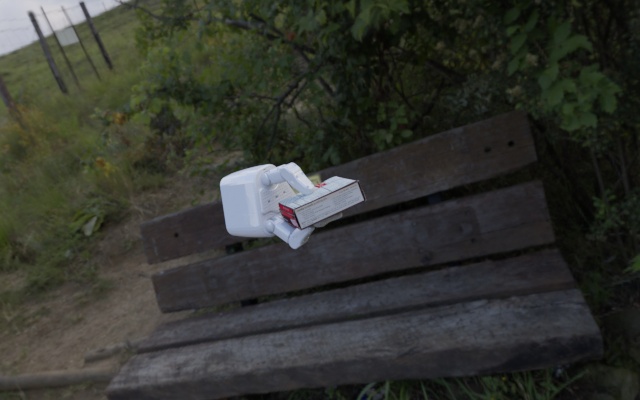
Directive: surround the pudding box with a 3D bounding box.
[{"bbox_3d":[0.000,0.002,0.730,0.113,0.039,0.090,-26,15,-14],"label":"pudding box"}]
